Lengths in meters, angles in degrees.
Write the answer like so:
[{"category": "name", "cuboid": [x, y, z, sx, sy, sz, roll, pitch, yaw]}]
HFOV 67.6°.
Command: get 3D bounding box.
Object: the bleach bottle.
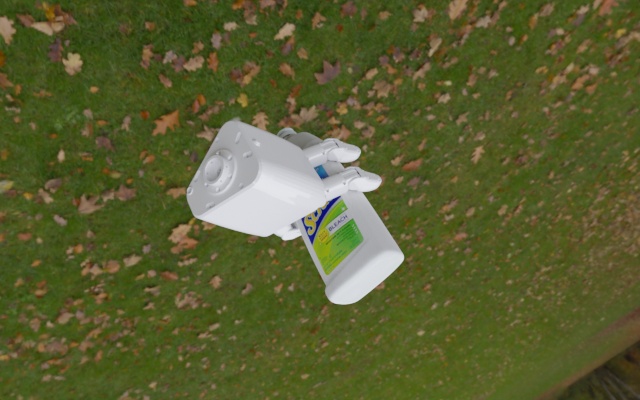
[{"category": "bleach bottle", "cuboid": [0.000, 0.002, 0.618, 0.102, 0.250, 0.068, -44, -34, 18]}]
